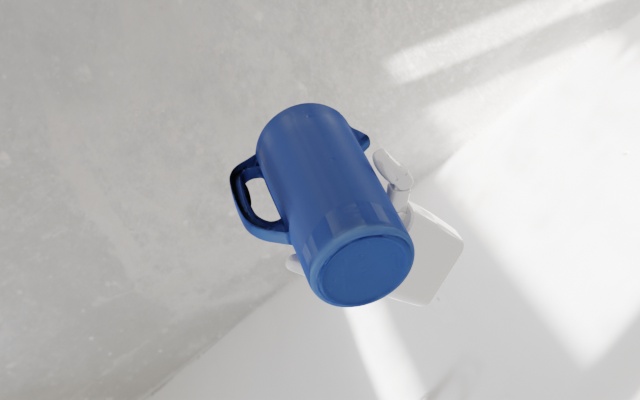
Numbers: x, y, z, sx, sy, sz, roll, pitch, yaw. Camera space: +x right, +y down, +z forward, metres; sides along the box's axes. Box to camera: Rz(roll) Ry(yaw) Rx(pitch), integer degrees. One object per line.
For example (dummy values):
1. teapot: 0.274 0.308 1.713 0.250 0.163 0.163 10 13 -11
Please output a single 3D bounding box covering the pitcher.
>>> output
1. pitcher: 0.000 0.002 0.541 0.145 0.149 0.242 28 23 -33
